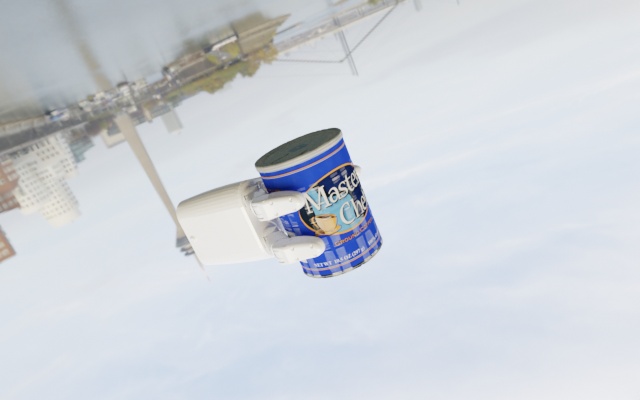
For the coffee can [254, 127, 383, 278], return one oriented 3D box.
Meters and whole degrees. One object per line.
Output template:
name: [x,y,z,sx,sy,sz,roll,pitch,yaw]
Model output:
coffee can: [0.000,0.002,0.544,0.103,0.140,0.102,-20,18,7]
